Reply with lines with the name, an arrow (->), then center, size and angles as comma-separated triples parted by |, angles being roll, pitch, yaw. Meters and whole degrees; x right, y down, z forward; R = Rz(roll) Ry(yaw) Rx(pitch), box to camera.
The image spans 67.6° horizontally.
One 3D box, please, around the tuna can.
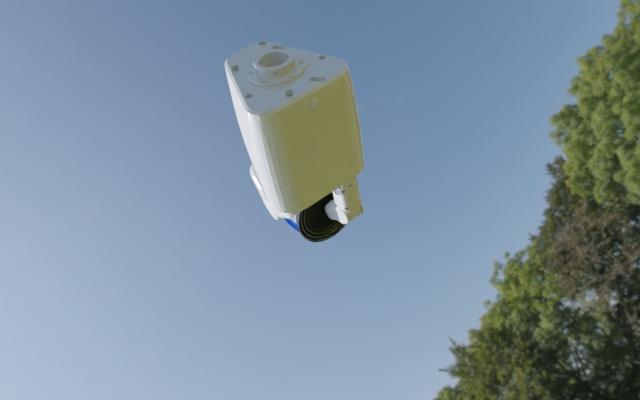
tuna can -> 0.000, 0.002, 0.537 | 0.086, 0.086, 0.033 | 0, 27, -44
